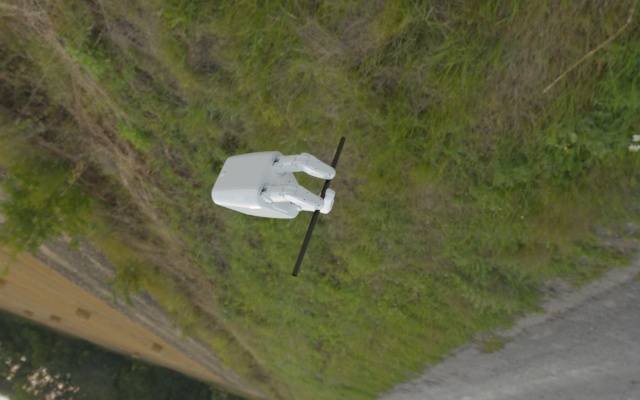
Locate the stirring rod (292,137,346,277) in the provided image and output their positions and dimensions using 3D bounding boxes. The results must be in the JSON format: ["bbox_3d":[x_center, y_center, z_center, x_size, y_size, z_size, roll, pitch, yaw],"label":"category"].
[{"bbox_3d":[0.000,0.002,0.718,0.011,0.239,0.011,16,-25,8],"label":"stirring rod"}]
